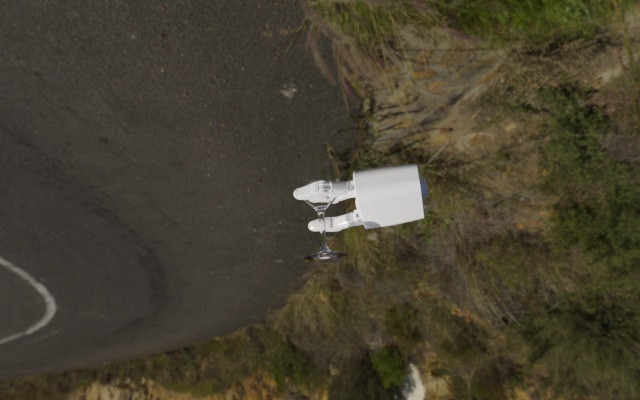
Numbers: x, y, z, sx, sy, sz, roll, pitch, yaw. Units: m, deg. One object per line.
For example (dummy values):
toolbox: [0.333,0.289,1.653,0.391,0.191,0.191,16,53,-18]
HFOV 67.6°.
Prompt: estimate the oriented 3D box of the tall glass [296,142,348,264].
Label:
tall glass: [0.000,0.003,0.820,0.079,0.201,0.079,-5,-21,-2]
